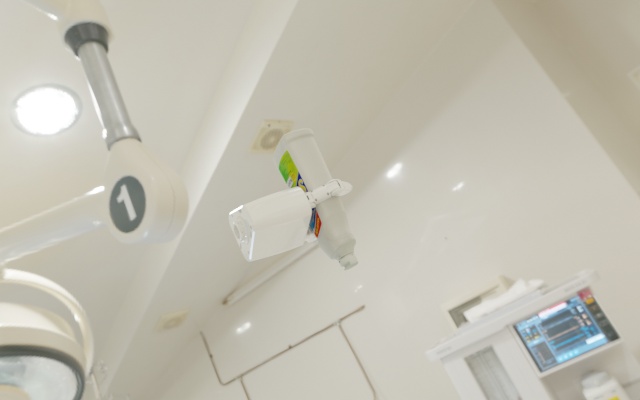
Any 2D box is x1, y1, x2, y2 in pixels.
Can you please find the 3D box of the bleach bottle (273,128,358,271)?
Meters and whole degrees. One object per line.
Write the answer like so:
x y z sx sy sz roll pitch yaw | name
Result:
0.000 0.003 0.844 0.068 0.250 0.103 -18 -19 -28 | bleach bottle
